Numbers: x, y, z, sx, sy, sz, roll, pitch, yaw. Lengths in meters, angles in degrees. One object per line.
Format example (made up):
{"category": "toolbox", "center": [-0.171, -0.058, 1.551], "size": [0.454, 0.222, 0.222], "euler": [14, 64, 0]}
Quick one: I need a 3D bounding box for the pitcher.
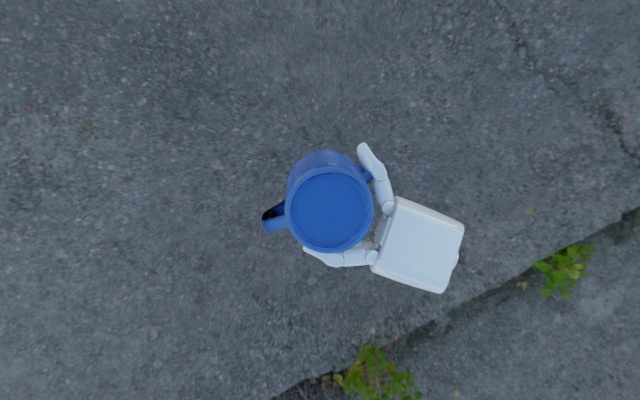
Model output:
{"category": "pitcher", "center": [0.000, 0.002, 0.682], "size": [0.145, 0.149, 0.243], "euler": [23, 6, -3]}
